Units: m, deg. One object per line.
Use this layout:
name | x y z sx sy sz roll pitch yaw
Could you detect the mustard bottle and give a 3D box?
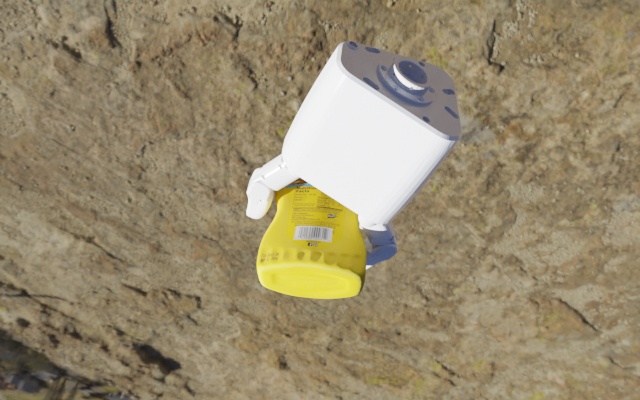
mustard bottle | 0.000 0.002 0.477 0.096 0.191 0.058 3 -42 5
